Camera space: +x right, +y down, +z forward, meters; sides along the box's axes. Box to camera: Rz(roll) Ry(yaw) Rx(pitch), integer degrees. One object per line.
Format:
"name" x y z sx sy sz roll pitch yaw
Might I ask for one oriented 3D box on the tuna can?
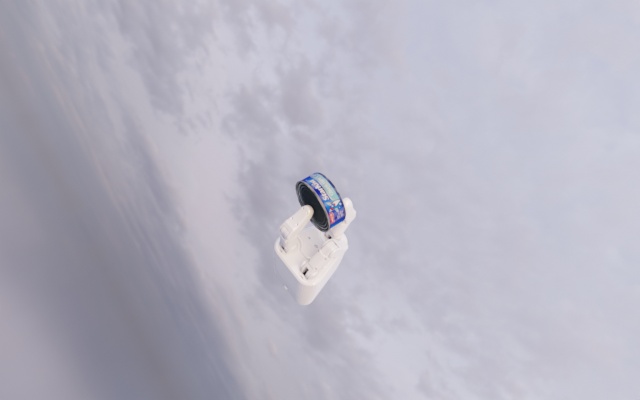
"tuna can" 0.001 0.002 0.706 0.033 0.086 0.086 -30 11 -20
